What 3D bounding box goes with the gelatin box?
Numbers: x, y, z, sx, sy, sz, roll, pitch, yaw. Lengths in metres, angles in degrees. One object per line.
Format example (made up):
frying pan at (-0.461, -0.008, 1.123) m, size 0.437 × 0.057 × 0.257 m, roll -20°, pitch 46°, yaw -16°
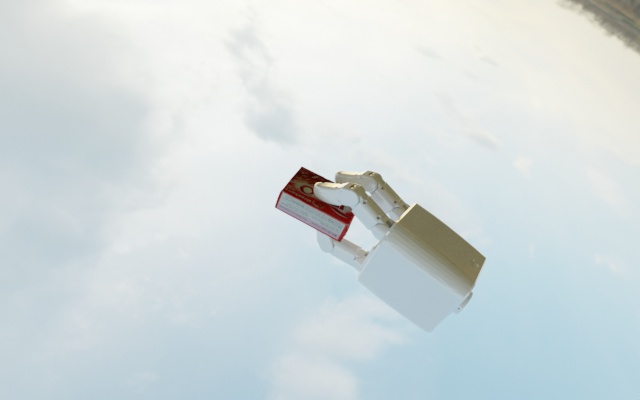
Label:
gelatin box at (0.000, 0.002, 0.572) m, size 0.089 × 0.030 × 0.073 m, roll 27°, pitch 32°, yaw 3°
